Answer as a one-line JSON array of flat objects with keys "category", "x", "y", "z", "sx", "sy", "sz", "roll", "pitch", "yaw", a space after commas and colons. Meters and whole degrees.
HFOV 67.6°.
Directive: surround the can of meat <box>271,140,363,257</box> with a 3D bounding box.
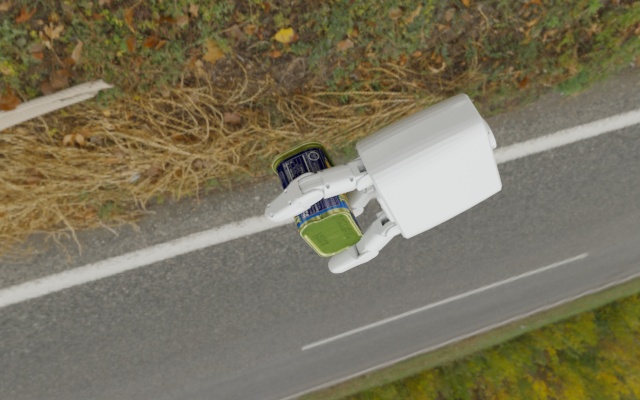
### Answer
[{"category": "can of meat", "x": 0.000, "y": 0.002, "z": 0.490, "sx": 0.057, "sy": 0.084, "sz": 0.102, "roll": -25, "pitch": -28, "yaw": 6}]
